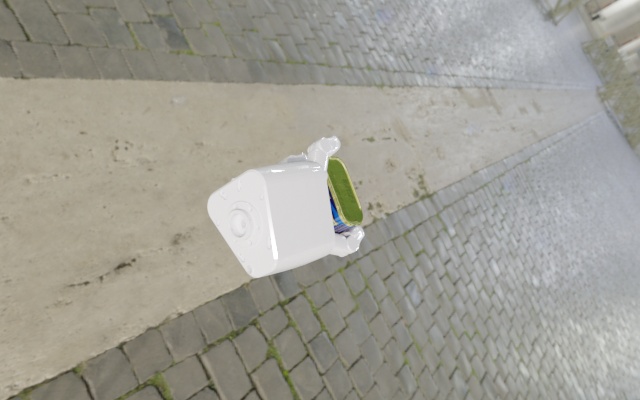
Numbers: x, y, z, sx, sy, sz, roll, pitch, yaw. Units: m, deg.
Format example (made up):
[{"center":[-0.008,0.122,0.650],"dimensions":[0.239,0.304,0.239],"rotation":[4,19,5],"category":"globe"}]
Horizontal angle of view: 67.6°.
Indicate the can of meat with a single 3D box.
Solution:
[{"center":[0.000,0.002,0.630],"dimensions":[0.084,0.102,0.057],"rotation":[-28,-13,34],"category":"can of meat"}]
